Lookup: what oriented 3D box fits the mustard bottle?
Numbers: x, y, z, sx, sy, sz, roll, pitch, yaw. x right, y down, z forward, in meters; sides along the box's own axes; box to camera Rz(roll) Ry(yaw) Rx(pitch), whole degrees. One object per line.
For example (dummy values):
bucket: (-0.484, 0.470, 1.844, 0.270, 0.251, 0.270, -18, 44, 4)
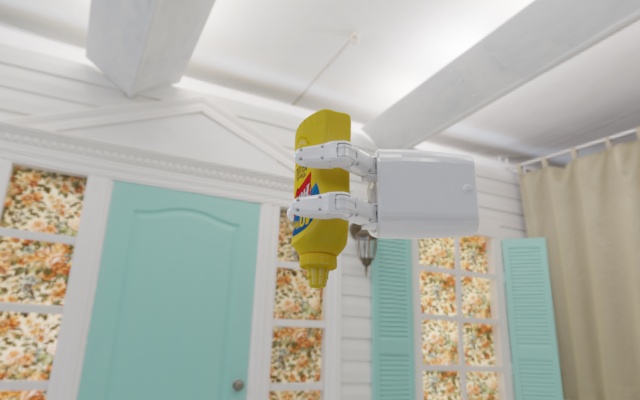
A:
mustard bottle: (0.000, 0.001, 0.538, 0.058, 0.191, 0.096, 10, -20, -23)
